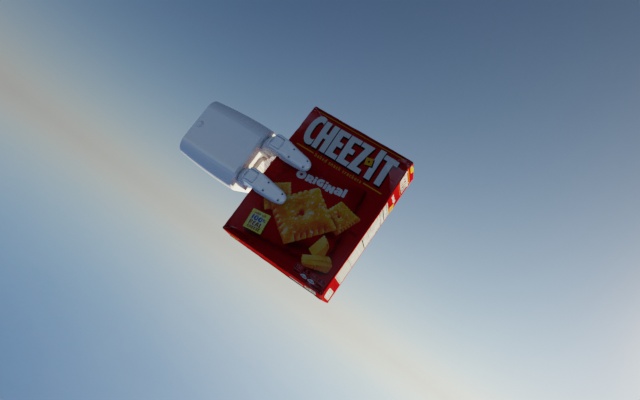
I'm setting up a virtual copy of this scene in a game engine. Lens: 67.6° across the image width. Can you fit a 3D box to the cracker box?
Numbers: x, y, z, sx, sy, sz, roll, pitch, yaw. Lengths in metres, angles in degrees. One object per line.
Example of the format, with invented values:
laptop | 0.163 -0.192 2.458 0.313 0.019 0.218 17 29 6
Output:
cracker box | 0.000 0.002 0.645 0.164 0.213 0.072 33 -11 17
